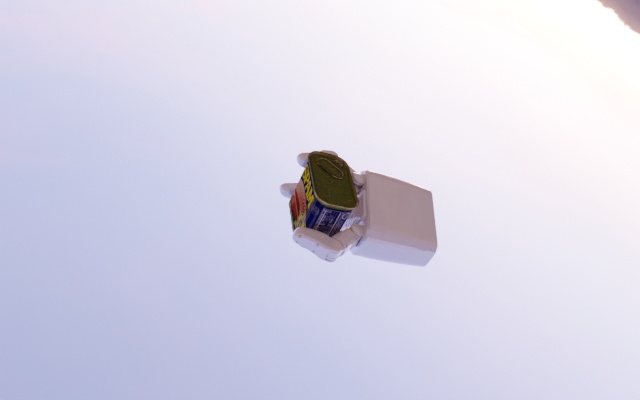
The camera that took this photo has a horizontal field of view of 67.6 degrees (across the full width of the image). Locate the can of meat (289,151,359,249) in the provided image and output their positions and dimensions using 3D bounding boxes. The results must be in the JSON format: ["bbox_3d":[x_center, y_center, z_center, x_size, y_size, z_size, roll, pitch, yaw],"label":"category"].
[{"bbox_3d":[0.000,0.002,0.606,0.057,0.084,0.102,11,40,-20],"label":"can of meat"}]
